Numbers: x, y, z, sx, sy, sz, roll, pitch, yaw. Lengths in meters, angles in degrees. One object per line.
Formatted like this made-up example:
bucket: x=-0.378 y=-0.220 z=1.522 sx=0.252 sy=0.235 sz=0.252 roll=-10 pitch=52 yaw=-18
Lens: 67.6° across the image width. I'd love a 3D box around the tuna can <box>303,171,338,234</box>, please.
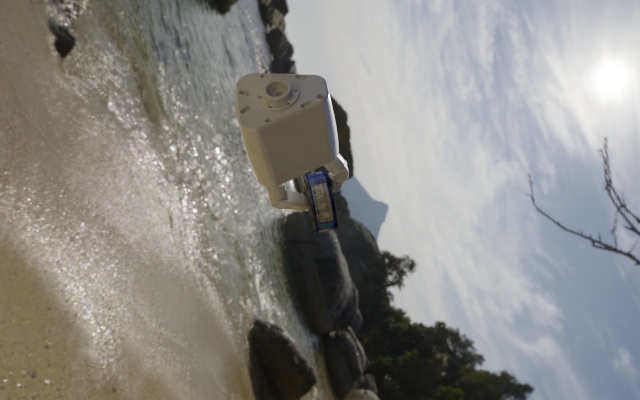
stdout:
tuna can: x=0.001 y=0.002 z=0.676 sx=0.034 sy=0.086 sz=0.086 roll=-11 pitch=1 yaw=-4
